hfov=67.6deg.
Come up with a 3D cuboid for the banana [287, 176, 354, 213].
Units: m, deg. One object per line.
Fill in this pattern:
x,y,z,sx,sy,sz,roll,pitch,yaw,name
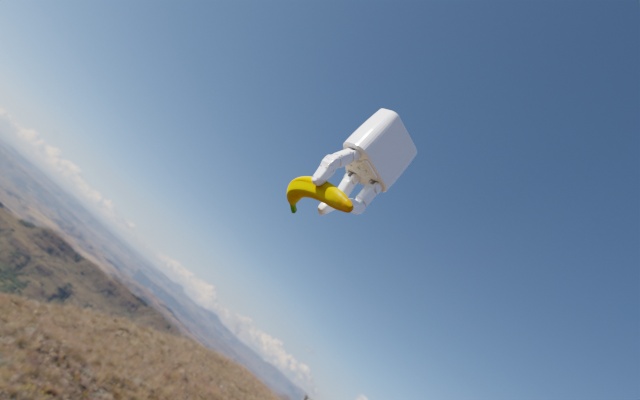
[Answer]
-0.012,-0.012,0.840,0.037,0.070,0.198,-43,20,-24,banana
